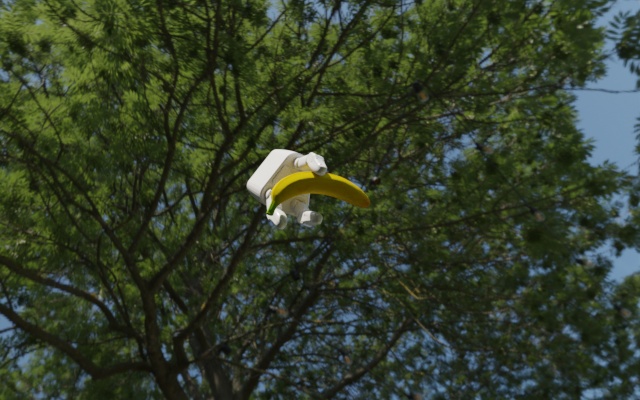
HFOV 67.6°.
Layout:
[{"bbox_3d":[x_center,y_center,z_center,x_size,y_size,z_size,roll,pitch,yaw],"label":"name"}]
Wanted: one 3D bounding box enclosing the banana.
[{"bbox_3d":[-0.004,-0.016,0.816,0.198,0.069,0.037,-4,4,-26],"label":"banana"}]
